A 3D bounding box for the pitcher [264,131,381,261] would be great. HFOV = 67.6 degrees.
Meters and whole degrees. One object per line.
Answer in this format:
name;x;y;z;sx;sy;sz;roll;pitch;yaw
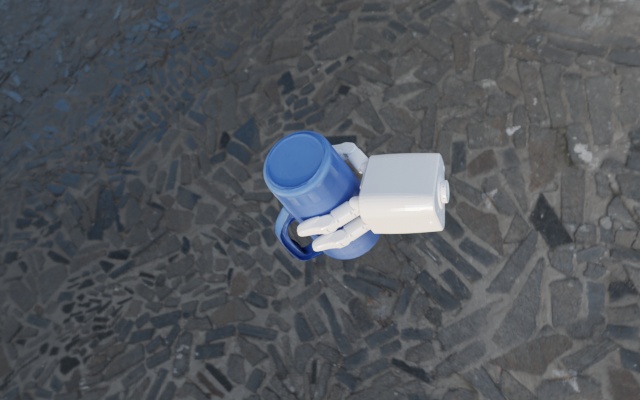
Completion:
pitcher;0.000;0.002;0.767;0.145;0.149;0.243;0;-25;24
